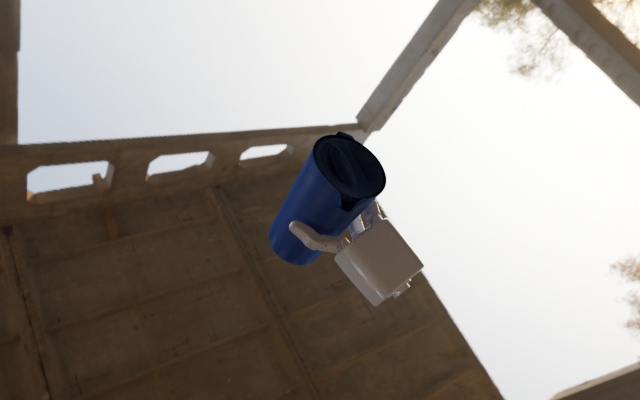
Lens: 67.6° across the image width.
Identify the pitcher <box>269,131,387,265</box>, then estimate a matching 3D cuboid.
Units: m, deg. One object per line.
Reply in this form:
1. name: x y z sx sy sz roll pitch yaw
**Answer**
1. pitcher: 0.000 0.003 0.846 0.149 0.145 0.243 -28 -18 -44
